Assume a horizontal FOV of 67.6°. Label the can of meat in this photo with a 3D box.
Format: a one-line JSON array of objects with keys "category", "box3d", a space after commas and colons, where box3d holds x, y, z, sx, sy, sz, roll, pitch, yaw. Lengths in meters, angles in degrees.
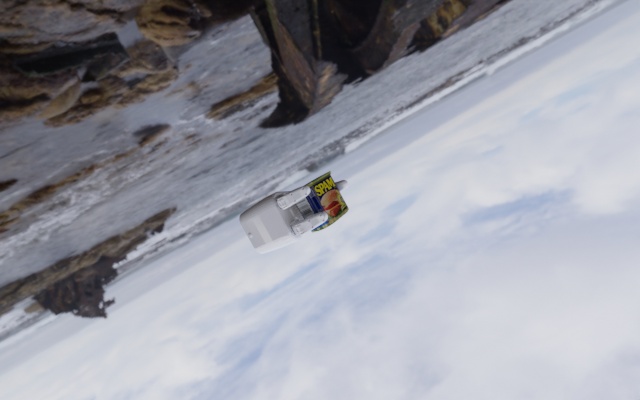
[{"category": "can of meat", "box3d": [0.000, 0.003, 0.882, 0.057, 0.084, 0.102, -26, 4, 33]}]
